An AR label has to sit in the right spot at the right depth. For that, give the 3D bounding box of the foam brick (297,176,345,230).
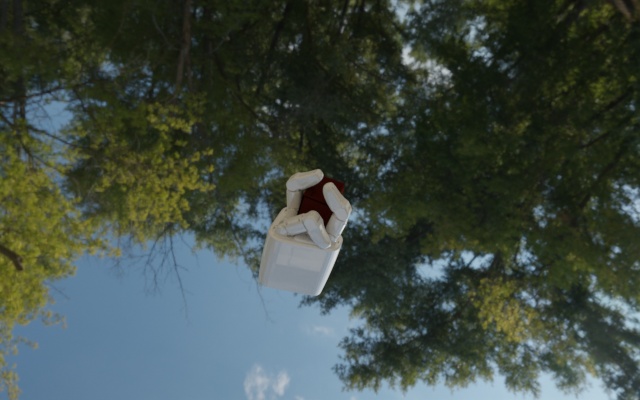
[{"bbox_3d":[0.000,0.002,0.756,0.053,0.051,0.078,21,33,6],"label":"foam brick"}]
